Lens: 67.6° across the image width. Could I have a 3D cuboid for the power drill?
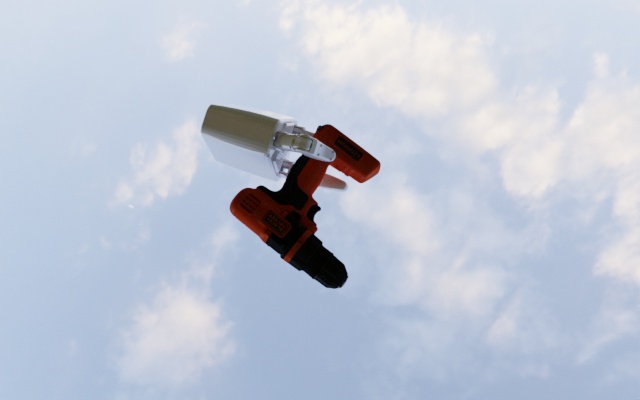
[{"bbox_3d":[0.000,0.002,0.650,0.184,0.187,0.057,39,-20,2],"label":"power drill"}]
